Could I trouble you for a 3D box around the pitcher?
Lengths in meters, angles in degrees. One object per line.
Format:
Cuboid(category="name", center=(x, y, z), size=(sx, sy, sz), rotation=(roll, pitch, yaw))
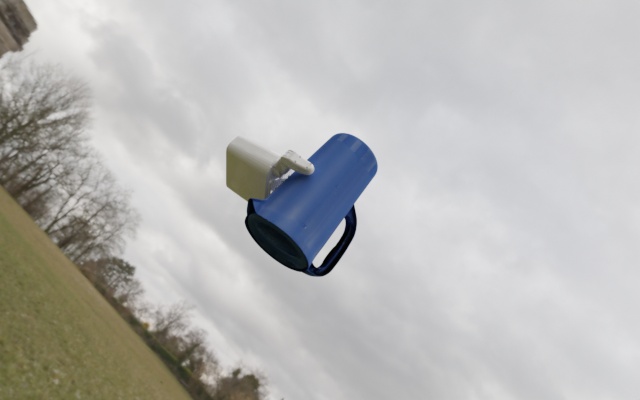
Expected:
Cuboid(category="pitcher", center=(0.000, 0.003, 0.830), size=(0.145, 0.242, 0.149), rotation=(29, -29, 24))
